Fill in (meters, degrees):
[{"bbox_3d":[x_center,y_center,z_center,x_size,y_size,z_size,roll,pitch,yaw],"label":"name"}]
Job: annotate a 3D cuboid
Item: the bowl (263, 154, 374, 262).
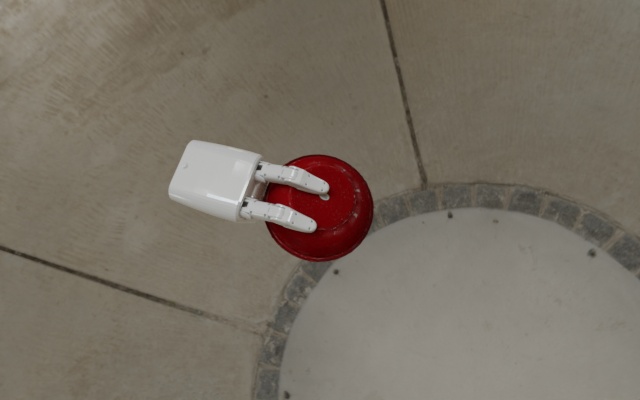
[{"bbox_3d":[0.001,0.002,0.667,0.162,0.162,0.055,0,-15,-6],"label":"bowl"}]
